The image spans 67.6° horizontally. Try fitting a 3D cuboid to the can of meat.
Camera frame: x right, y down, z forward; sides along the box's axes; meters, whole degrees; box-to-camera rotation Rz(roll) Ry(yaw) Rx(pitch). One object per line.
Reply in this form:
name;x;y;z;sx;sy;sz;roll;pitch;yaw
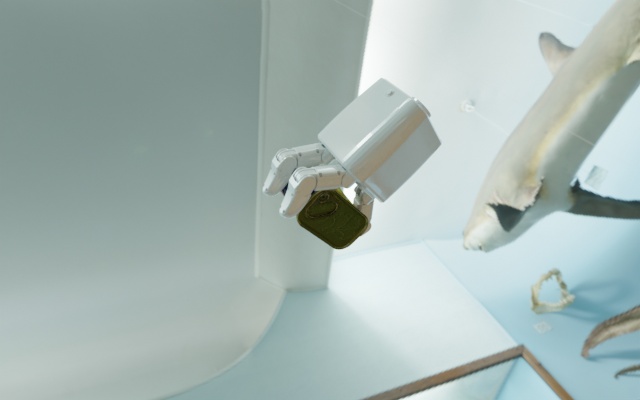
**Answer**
can of meat;0.000;0.002;0.594;0.102;0.057;0.084;37;11;-42
